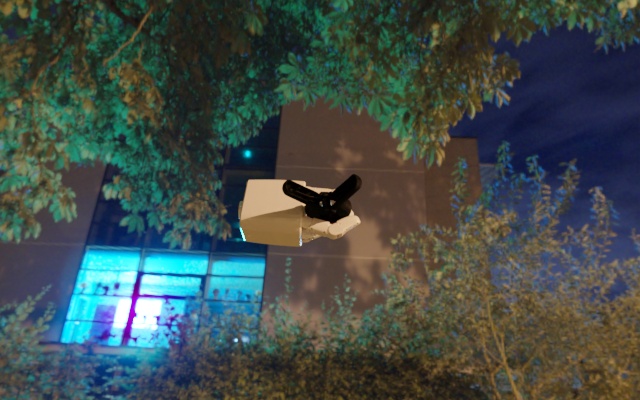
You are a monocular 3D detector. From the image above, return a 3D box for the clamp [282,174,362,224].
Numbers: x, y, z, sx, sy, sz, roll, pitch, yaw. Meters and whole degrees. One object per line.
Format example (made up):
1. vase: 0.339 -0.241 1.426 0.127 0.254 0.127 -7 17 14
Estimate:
1. clamp: 0.000 0.002 0.784 0.120 0.039 0.171 4 -25 0
